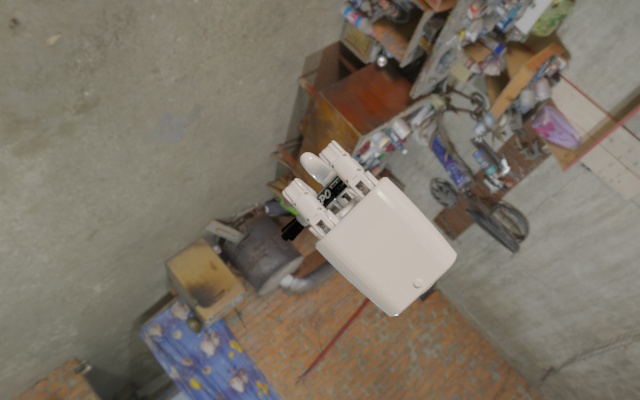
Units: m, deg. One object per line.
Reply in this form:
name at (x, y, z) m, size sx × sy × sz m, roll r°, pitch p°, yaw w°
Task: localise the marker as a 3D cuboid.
marker at (0.000, 0.002, 0.537) m, size 0.121 × 0.020 × 0.020 m, roll -45°, pitch -9°, yaw 9°
